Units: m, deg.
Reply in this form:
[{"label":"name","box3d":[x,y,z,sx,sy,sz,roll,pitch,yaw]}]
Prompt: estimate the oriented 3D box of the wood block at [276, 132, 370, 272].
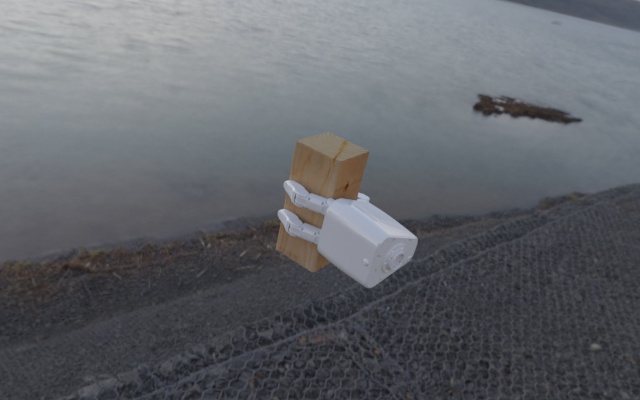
[{"label":"wood block","box3d":[0.001,0.003,0.803,0.090,0.206,0.091,28,31,27]}]
